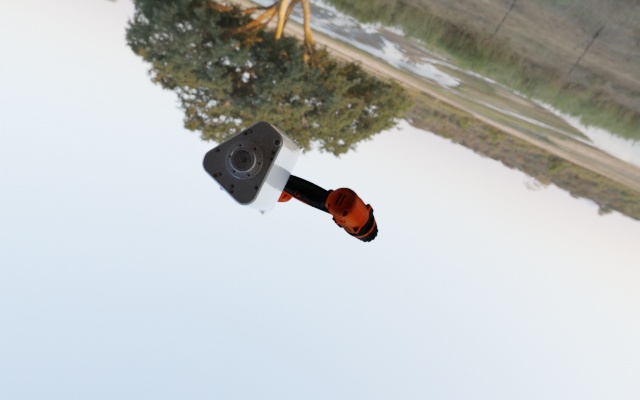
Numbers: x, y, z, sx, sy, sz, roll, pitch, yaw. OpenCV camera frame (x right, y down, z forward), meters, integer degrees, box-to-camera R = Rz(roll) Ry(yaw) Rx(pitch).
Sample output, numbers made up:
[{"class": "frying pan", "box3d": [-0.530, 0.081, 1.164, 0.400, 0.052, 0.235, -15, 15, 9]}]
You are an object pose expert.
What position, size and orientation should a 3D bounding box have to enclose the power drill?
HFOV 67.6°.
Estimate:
[{"class": "power drill", "box3d": [0.000, 0.002, 0.766, 0.187, 0.057, 0.184, 22, -12, 24]}]
